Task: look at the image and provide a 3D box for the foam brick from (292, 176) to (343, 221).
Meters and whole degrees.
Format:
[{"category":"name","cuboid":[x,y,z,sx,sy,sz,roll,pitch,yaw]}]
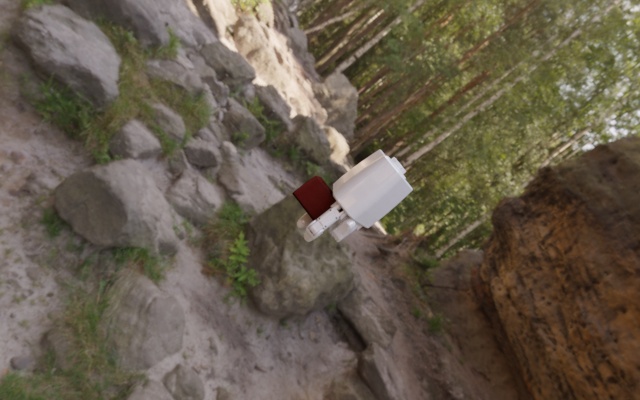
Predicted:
[{"category":"foam brick","cuboid":[0.000,0.002,0.815,0.051,0.078,0.053,-39,-8,10]}]
